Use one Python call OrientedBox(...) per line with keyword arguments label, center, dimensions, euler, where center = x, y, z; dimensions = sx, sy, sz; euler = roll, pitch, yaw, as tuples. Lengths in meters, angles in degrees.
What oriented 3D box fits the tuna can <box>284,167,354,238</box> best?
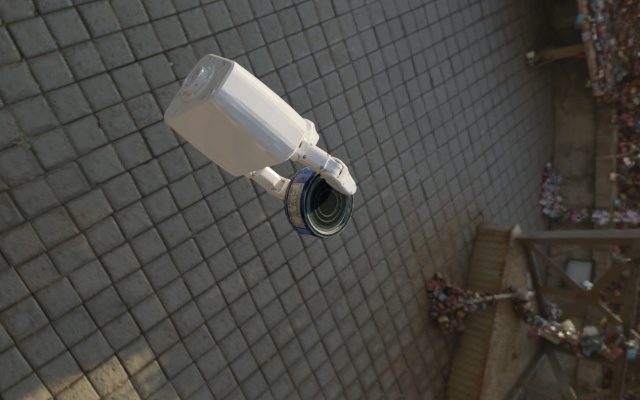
OrientedBox(label="tuna can", center=(0.001, 0.002, 0.571), dimensions=(0.086, 0.086, 0.034), euler=(0, 4, -43))
